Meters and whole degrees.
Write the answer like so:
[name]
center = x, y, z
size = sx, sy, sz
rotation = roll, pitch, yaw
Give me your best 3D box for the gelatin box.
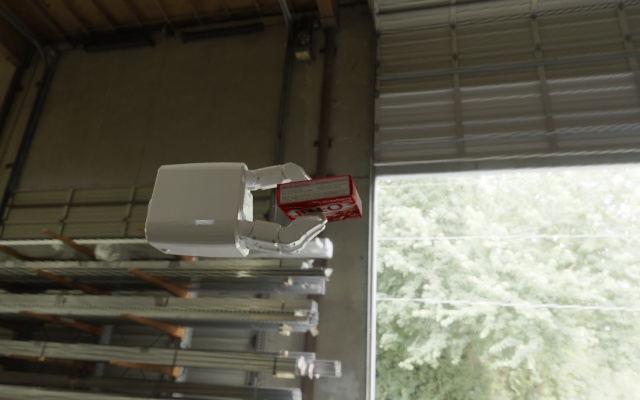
[gelatin box]
center = 0.000, 0.001, 0.565
size = 0.089, 0.030, 0.073
rotation = -8, -23, 11
